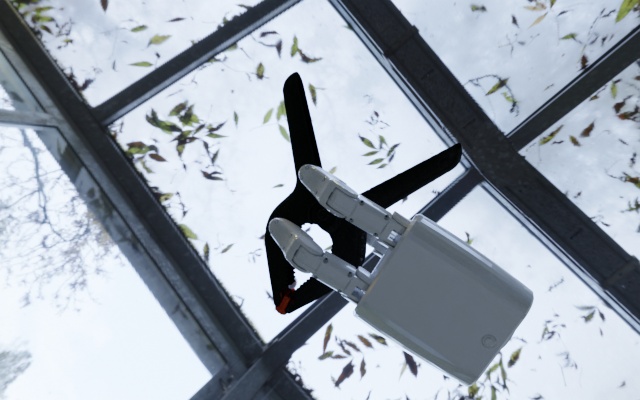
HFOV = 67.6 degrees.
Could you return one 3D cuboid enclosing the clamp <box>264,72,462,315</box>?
[{"bbox_3d":[0.000,0.002,0.426,0.164,0.210,0.036,33,13,11],"label":"clamp"}]
